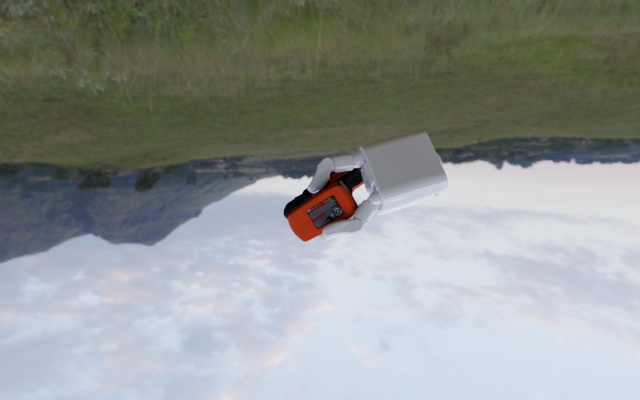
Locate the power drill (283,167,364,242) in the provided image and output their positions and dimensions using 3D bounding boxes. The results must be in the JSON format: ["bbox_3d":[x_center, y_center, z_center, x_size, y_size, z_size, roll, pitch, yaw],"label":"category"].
[{"bbox_3d":[0.000,0.003,0.805,0.184,0.057,0.187,-33,11,16],"label":"power drill"}]
